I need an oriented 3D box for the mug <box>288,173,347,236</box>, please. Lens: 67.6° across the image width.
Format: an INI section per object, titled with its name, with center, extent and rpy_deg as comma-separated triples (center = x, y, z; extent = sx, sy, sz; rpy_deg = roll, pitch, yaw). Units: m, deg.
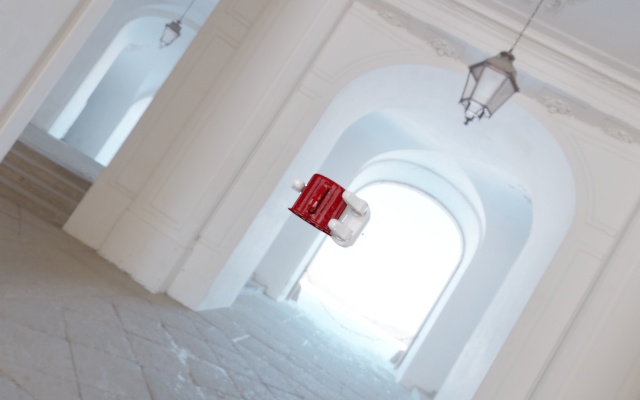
[mug]
center = 0.000, 0.002, 0.837
extent = 0.093, 0.081, 0.117
rpy_deg = 31, -6, 13
